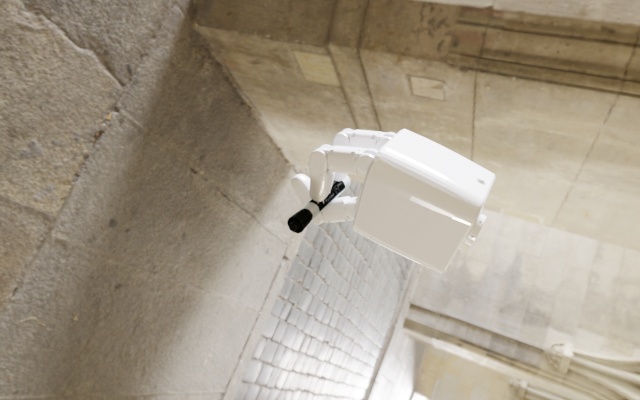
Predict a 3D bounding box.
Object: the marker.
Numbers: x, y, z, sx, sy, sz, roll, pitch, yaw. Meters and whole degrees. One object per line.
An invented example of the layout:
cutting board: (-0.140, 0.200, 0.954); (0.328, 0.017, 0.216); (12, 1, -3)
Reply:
marker: (0.000, 0.002, 0.516); (0.020, 0.020, 0.121); (0, 24, 30)
